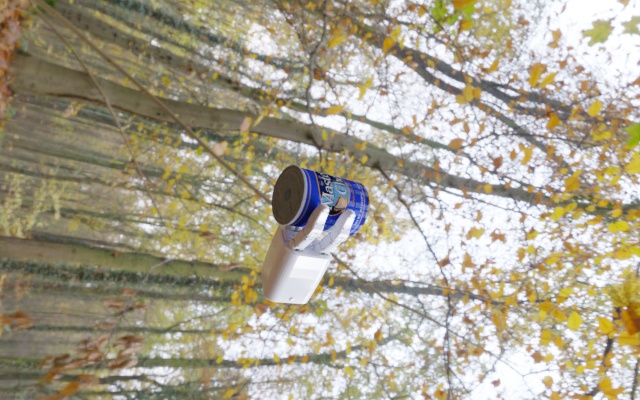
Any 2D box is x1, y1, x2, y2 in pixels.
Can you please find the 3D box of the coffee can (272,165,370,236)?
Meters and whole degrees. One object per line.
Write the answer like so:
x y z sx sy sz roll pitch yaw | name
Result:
0.000 0.003 0.838 0.140 0.103 0.103 12 -7 -34 | coffee can
